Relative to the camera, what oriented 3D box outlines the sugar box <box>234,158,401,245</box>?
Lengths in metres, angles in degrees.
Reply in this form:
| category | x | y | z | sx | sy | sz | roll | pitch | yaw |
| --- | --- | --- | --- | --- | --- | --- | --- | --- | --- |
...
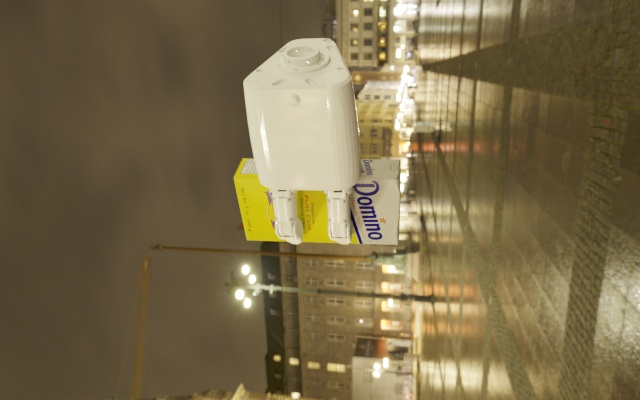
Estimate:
| category | x | y | z | sx | sy | sz | roll | pitch | yaw |
| --- | --- | --- | --- | --- | --- | --- | --- | --- | --- |
| sugar box | 0.000 | 0.002 | 0.532 | 0.176 | 0.093 | 0.048 | 2 | 37 | 11 |
